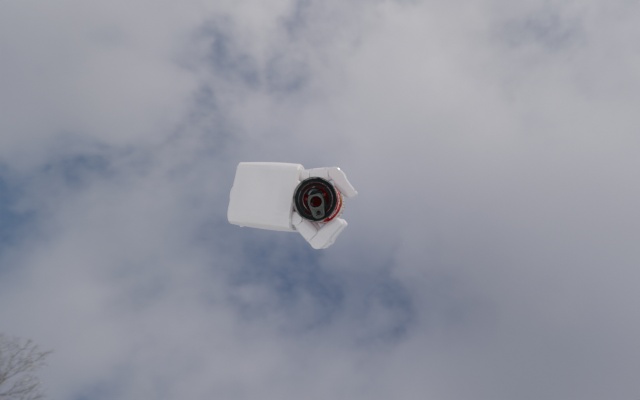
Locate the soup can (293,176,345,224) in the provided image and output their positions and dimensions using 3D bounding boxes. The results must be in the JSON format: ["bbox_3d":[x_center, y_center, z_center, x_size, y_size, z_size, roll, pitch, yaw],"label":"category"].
[{"bbox_3d":[0.001,0.002,0.756,0.068,0.068,0.102,0,-5,10],"label":"soup can"}]
